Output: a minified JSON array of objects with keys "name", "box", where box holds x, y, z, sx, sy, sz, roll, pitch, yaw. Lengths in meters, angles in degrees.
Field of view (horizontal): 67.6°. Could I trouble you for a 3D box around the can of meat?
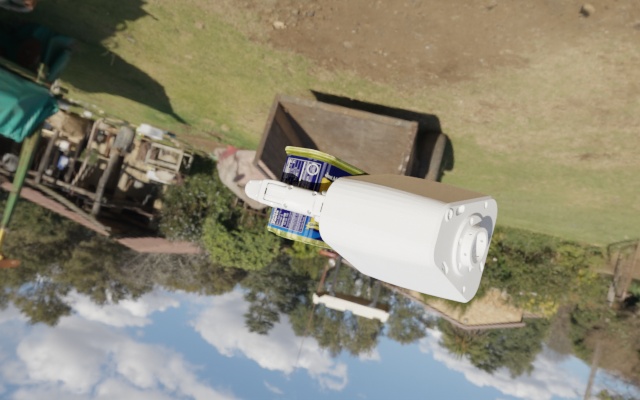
[{"name":"can of meat","box":[0.000,0.002,0.477,0.057,0.084,0.102,13,-4,37]}]
